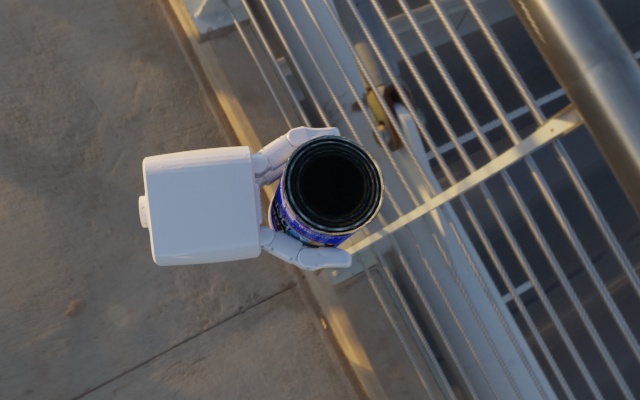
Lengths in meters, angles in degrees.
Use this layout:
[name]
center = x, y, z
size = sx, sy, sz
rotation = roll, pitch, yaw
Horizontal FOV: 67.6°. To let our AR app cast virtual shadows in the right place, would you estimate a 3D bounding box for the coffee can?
[coffee can]
center = 0.000, 0.002, 0.527
size = 0.103, 0.102, 0.140
rotation = 0, -15, -12
